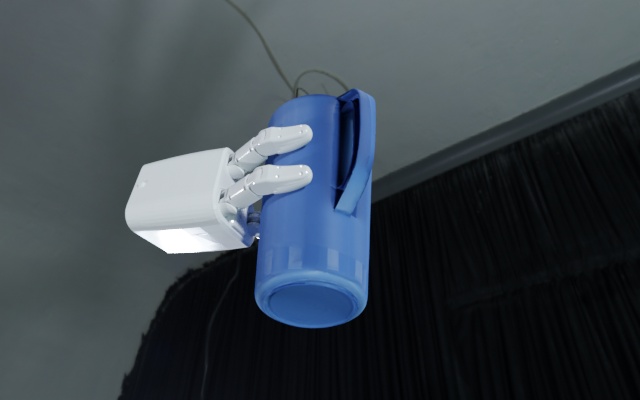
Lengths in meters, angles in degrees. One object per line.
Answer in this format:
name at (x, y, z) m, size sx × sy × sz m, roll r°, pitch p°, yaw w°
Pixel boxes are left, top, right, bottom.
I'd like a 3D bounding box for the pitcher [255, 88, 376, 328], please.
pitcher at (0.000, 0.002, 0.518) m, size 0.145 × 0.242 × 0.149 m, roll -8°, pitch -41°, yaw 12°
